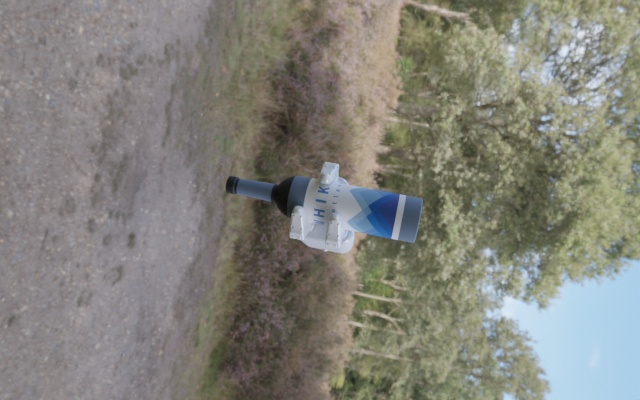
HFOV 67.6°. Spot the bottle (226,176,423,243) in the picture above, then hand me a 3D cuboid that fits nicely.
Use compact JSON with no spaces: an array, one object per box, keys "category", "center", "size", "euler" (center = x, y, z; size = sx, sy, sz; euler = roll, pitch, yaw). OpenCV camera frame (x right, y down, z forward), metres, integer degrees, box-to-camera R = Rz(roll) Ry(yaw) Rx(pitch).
[{"category":"bottle","center":[0.000,0.002,0.720],"size":[0.295,0.069,0.069],"euler":[11,2,9]}]
